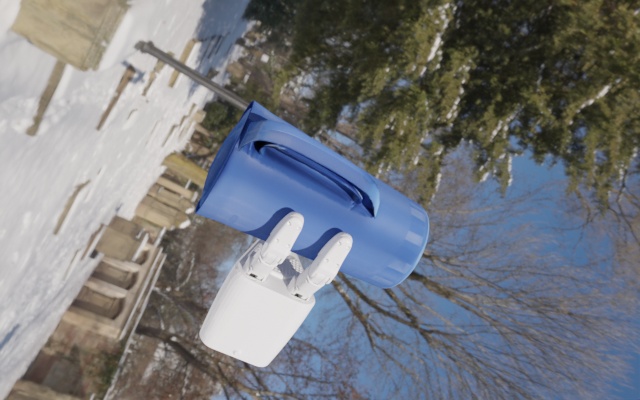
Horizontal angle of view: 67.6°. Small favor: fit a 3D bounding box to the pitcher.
[{"bbox_3d":[0.000,0.002,0.523,0.243,0.145,0.149,27,19,-16],"label":"pitcher"}]
